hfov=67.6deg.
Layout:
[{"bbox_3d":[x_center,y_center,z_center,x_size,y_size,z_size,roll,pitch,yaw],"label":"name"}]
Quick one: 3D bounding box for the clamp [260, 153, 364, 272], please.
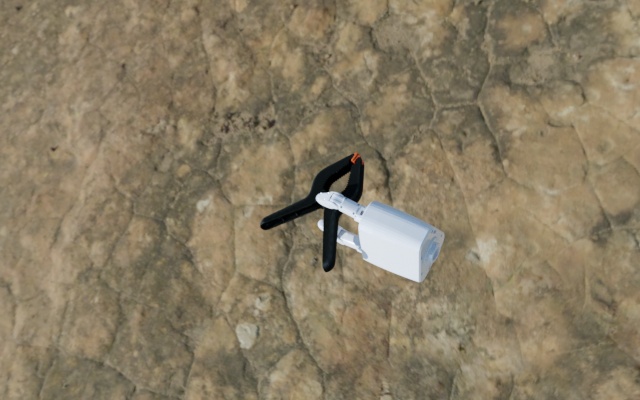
[{"bbox_3d":[0.000,0.002,0.827,0.164,0.210,0.036,23,-17,29],"label":"clamp"}]
